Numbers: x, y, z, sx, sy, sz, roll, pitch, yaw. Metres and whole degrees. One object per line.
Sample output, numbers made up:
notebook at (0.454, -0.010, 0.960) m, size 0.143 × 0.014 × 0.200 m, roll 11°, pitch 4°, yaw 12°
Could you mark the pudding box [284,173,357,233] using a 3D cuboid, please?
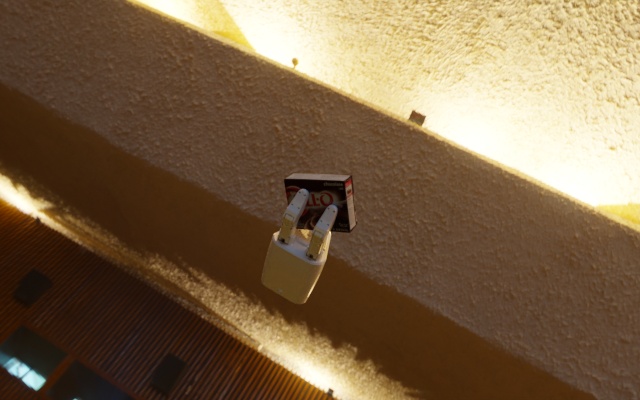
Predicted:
pudding box at (0.000, 0.003, 0.785) m, size 0.113 × 0.090 × 0.039 m, roll 2°, pitch 23°, yaw 24°
